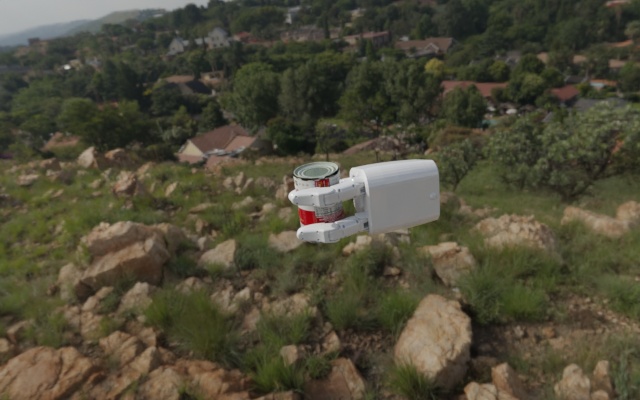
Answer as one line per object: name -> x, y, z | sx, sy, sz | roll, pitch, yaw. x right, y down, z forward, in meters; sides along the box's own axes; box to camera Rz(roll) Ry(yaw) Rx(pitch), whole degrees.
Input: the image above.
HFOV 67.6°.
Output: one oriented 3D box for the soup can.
soup can -> 0.000, 0.002, 0.696 | 0.068, 0.102, 0.068 | -6, 24, 3
